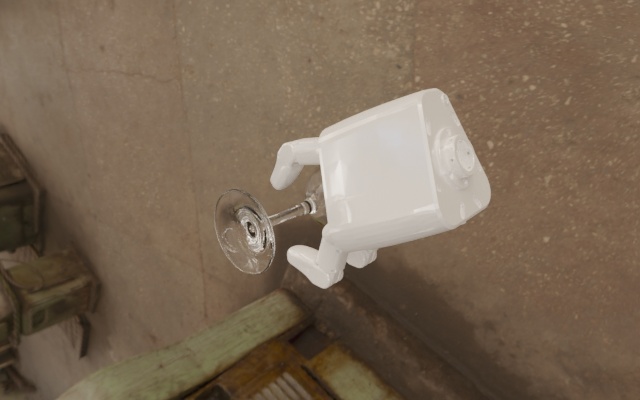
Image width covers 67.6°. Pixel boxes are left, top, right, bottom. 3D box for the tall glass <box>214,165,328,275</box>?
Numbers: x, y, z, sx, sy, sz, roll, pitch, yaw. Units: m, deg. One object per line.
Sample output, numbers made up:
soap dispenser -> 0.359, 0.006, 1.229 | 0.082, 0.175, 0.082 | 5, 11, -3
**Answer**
tall glass -> -0.001, 0.002, 0.467 | 0.079, 0.079, 0.201 | 0, 15, 42
